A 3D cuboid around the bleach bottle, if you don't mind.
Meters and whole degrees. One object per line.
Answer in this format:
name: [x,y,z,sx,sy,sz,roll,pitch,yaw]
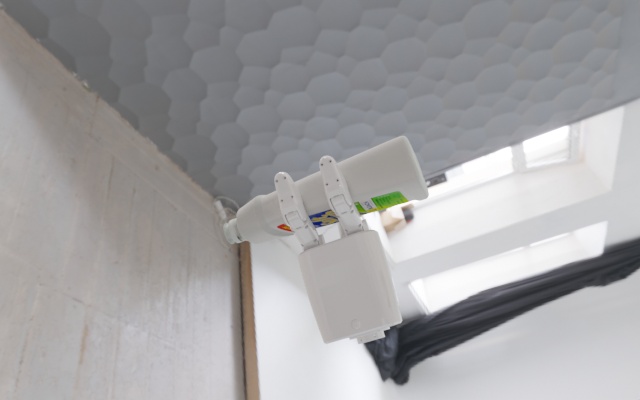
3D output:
bleach bottle: [0.000,0.002,0.587,0.251,0.068,0.102,-20,-18,14]
